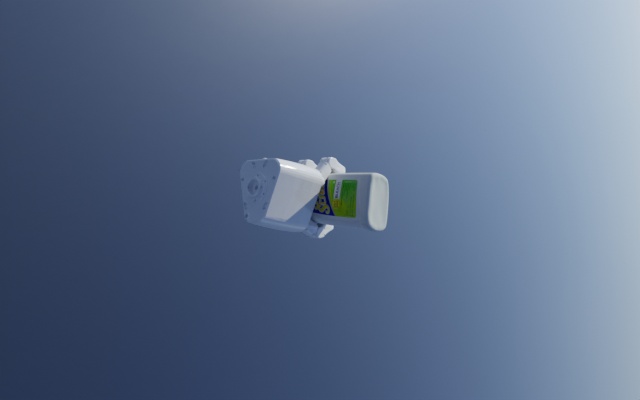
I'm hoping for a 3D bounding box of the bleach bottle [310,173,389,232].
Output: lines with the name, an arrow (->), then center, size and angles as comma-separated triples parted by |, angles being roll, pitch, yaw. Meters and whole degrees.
bleach bottle -> 0.000, 0.003, 0.875 | 0.251, 0.102, 0.068 | -1, -9, 38
